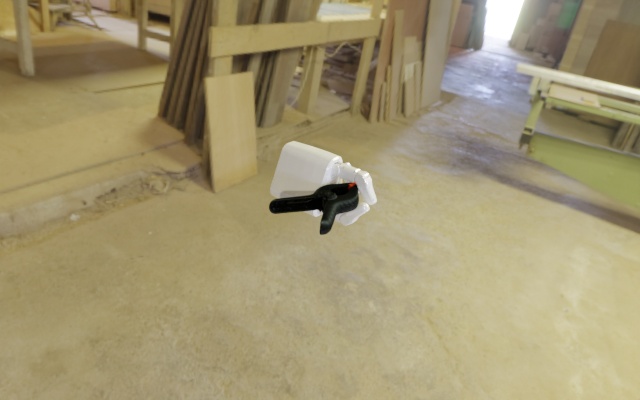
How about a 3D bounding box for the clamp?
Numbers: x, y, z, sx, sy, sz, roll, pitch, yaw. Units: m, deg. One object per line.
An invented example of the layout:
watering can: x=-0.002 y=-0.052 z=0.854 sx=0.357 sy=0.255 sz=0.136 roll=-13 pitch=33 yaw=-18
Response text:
clamp: x=0.000 y=0.002 z=0.800 sx=0.120 sy=0.039 sz=0.171 roll=23 pitch=28 yaw=24
